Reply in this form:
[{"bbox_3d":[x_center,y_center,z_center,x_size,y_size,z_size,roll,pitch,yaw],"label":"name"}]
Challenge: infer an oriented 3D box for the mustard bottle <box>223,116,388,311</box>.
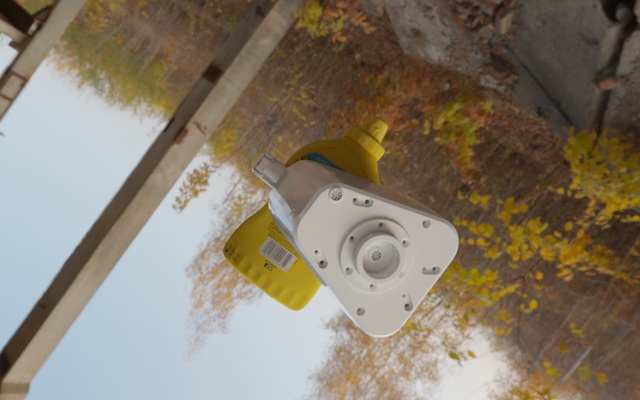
[{"bbox_3d":[0.000,0.002,0.453,0.096,0.191,0.058,37,1,8],"label":"mustard bottle"}]
